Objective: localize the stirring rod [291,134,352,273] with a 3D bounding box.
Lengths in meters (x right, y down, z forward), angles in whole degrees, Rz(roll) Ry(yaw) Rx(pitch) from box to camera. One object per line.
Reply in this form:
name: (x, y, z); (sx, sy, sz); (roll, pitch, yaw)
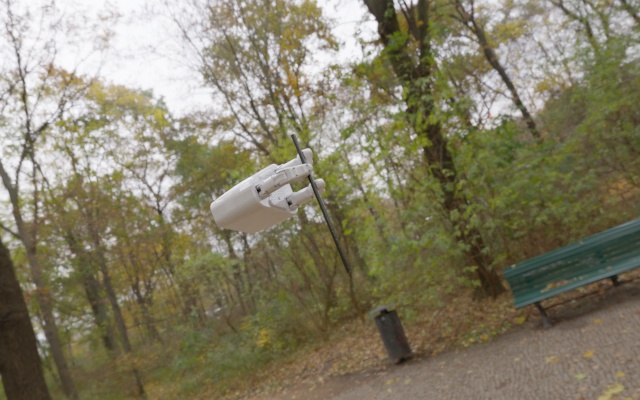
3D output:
stirring rod: (0.000, 0.003, 0.765); (0.011, 0.239, 0.011); (-22, -8, -3)
